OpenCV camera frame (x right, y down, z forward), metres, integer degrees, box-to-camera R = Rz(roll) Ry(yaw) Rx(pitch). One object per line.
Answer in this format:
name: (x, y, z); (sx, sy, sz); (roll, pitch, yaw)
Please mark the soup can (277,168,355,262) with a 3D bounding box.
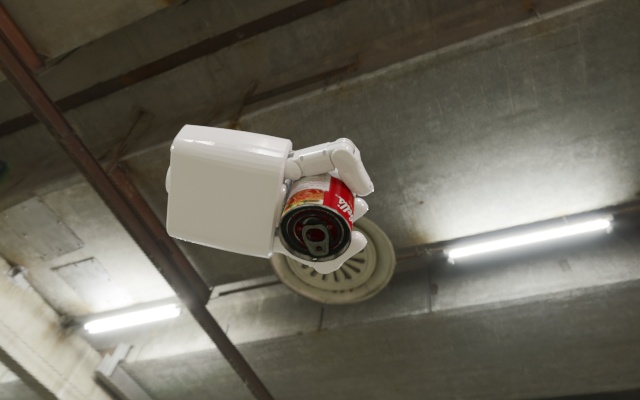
soup can: (0.001, 0.001, 0.470); (0.068, 0.069, 0.102); (0, 36, 8)
